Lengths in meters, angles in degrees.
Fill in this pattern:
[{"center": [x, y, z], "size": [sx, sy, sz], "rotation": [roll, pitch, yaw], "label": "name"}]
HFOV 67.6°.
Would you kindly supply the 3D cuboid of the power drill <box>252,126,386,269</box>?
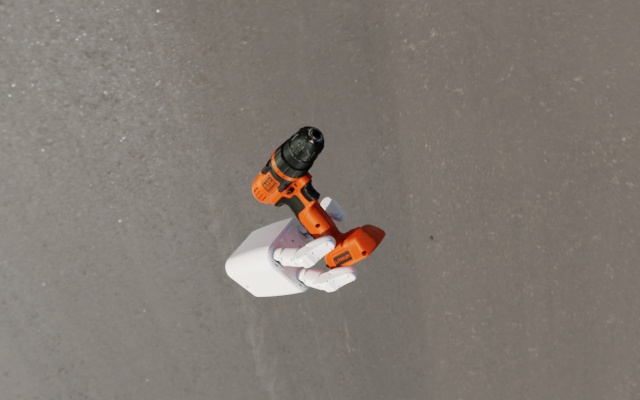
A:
[{"center": [0.000, 0.003, 0.658], "size": [0.057, 0.187, 0.184], "rotation": [-43, 2, -33], "label": "power drill"}]
